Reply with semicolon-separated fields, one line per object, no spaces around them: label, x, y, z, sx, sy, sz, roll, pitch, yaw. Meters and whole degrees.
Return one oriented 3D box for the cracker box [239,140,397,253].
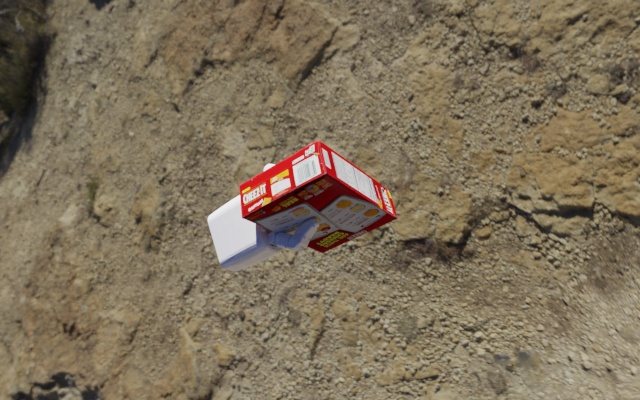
cracker box;0.000;0.003;0.785;0.164;0.072;0.214;-27;-34;27
